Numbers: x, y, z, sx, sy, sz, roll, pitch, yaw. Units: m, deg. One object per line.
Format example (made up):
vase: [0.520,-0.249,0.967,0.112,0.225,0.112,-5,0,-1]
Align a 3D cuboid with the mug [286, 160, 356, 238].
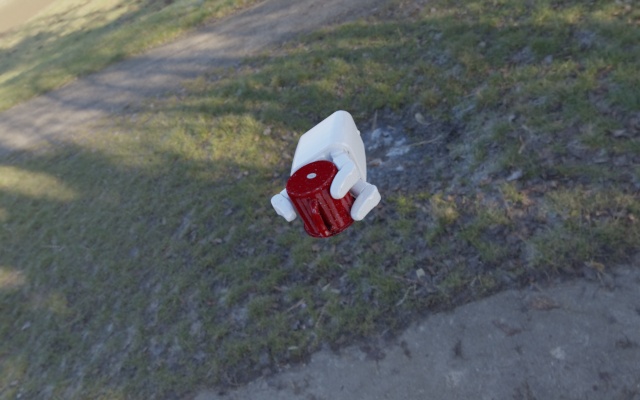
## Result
mug: [0.000,0.003,0.695,0.093,0.081,0.117,-17,36,17]
